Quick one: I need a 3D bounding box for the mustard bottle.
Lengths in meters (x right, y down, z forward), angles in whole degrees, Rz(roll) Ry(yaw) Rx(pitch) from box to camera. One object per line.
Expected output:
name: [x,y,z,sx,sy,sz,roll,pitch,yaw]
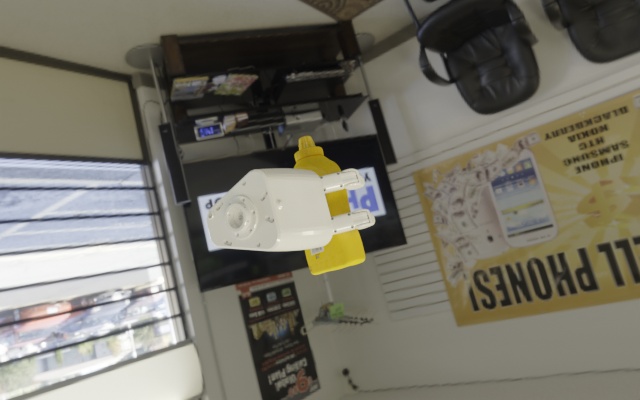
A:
mustard bottle: [0.000,0.002,0.666,0.058,0.191,0.096,-9,-11,-34]
